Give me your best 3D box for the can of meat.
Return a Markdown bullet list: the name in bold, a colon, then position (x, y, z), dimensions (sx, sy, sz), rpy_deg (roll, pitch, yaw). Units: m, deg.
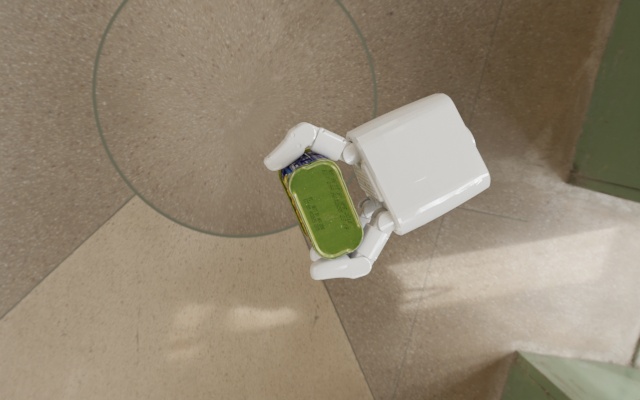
- **can of meat**: position (0.000, 0.002, 0.486), dimensions (0.057, 0.102, 0.084), rpy_deg (-24, 14, -4)
